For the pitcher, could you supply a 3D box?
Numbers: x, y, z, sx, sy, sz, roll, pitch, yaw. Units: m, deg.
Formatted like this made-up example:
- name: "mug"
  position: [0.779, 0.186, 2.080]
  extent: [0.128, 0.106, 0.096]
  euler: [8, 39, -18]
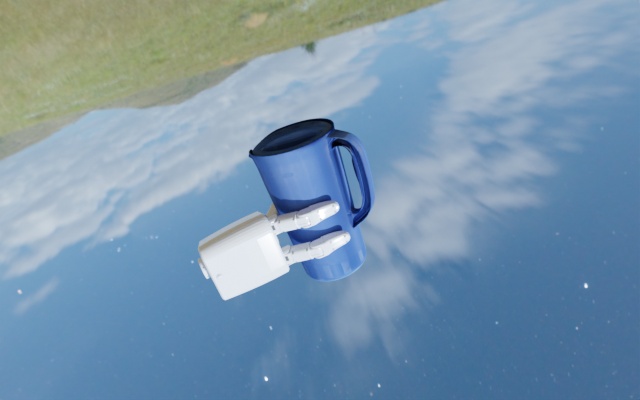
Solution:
- name: "pitcher"
  position: [0.000, 0.003, 0.746]
  extent: [0.145, 0.243, 0.149]
  euler: [-26, 25, -12]
